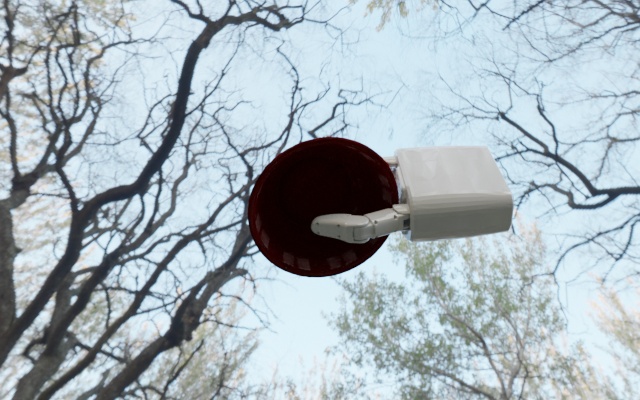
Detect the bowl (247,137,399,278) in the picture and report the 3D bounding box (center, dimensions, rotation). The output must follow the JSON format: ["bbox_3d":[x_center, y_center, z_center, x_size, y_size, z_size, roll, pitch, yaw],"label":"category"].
[{"bbox_3d":[-0.001,0.001,0.518,0.162,0.162,0.055,0,24,-14],"label":"bowl"}]
